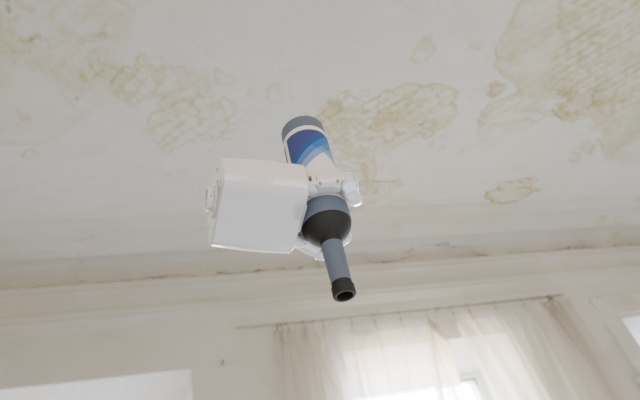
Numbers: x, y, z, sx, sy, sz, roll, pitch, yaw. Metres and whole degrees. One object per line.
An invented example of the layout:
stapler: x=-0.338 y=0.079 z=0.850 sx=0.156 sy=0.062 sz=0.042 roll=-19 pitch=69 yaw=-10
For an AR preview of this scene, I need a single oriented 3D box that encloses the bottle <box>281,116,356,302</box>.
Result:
bottle: x=0.000 y=0.002 z=0.639 sx=0.069 sy=0.295 sz=0.069 roll=-8 pitch=-42 yaw=-7
